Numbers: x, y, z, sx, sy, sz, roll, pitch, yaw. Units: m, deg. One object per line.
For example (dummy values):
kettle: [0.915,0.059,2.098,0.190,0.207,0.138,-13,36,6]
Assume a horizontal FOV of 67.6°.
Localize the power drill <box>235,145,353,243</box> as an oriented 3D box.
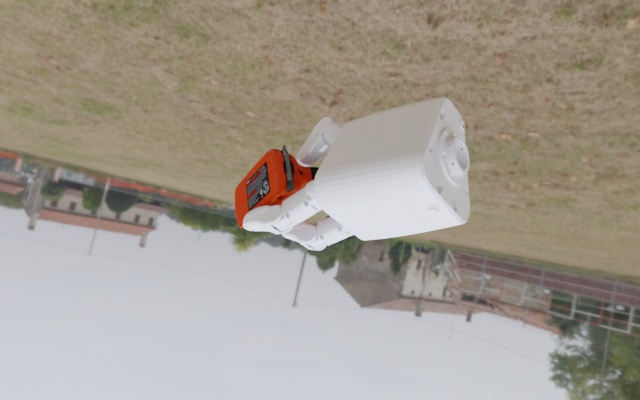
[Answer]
power drill: [0.000,0.002,0.558,0.187,0.057,0.184,4,-28,-33]
